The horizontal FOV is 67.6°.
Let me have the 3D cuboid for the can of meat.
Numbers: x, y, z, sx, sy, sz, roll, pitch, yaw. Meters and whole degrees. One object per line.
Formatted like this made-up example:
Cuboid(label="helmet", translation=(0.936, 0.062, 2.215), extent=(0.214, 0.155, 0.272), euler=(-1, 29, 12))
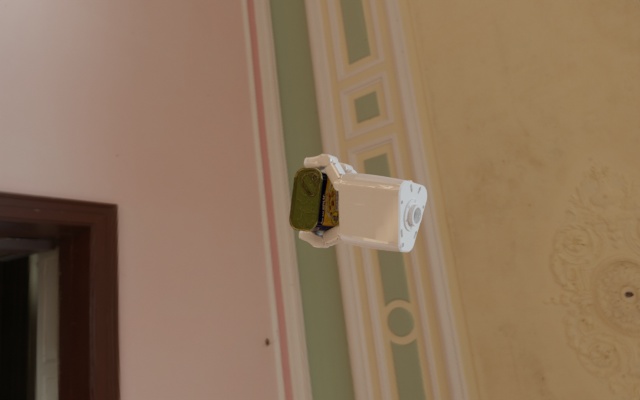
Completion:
Cuboid(label="can of meat", translation=(0.000, 0.003, 0.793), extent=(0.057, 0.102, 0.084), euler=(4, -4, 38))
